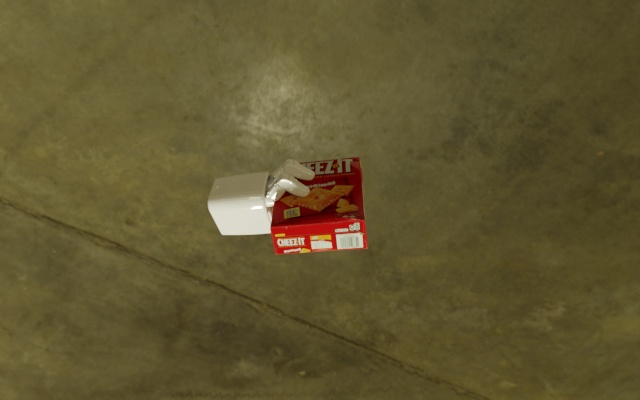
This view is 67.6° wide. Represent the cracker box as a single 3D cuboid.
[{"bbox_3d":[0.000,0.003,0.895,0.164,0.072,0.213,-4,35,5],"label":"cracker box"}]
